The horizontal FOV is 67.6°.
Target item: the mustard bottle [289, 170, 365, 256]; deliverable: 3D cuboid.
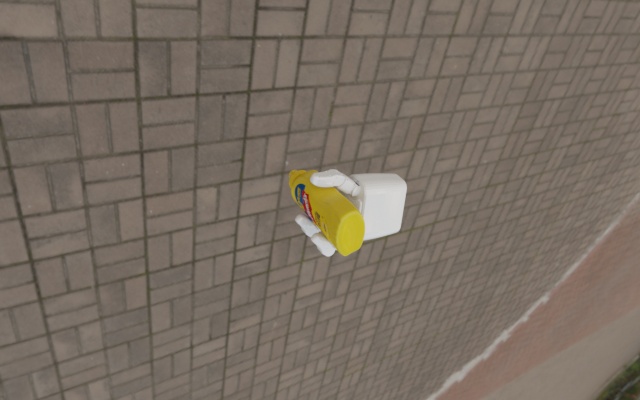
[{"bbox_3d":[0.000,0.003,0.816,0.058,0.096,0.191,-28,47,-18],"label":"mustard bottle"}]
